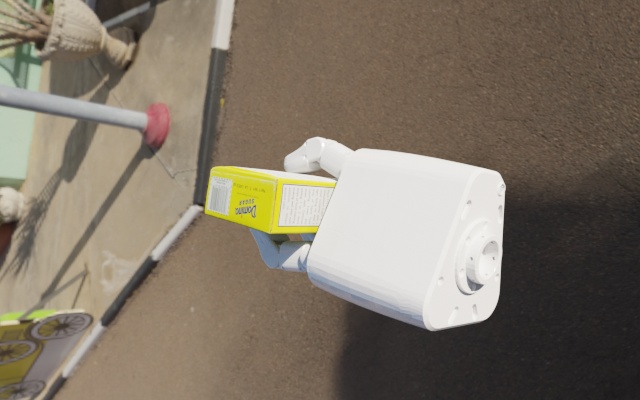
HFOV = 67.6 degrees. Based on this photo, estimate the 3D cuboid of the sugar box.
[{"bbox_3d":[0.000,0.002,0.419,0.176,0.048,0.093,6,4,-43],"label":"sugar box"}]
